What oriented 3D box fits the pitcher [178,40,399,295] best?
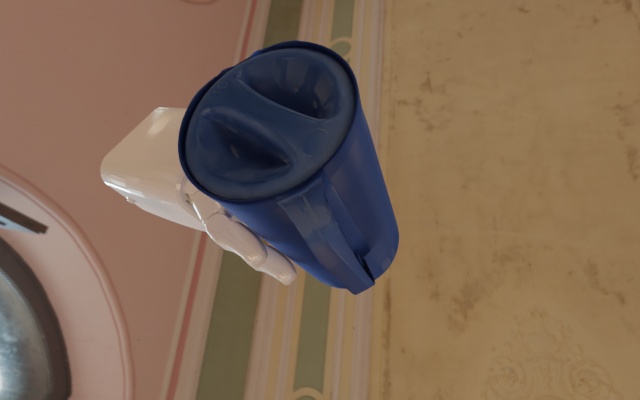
[{"bbox_3d":[0.000,0.001,0.414,0.145,0.149,0.243,11,-22,25],"label":"pitcher"}]
